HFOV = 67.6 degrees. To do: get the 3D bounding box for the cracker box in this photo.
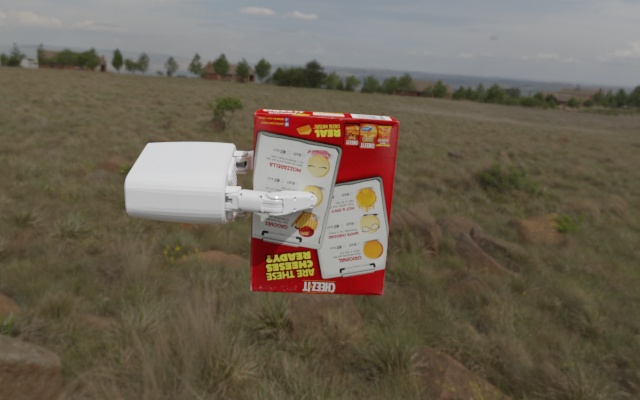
[{"bbox_3d":[0.000,0.002,0.580,0.164,0.214,0.072,3,15,-2],"label":"cracker box"}]
